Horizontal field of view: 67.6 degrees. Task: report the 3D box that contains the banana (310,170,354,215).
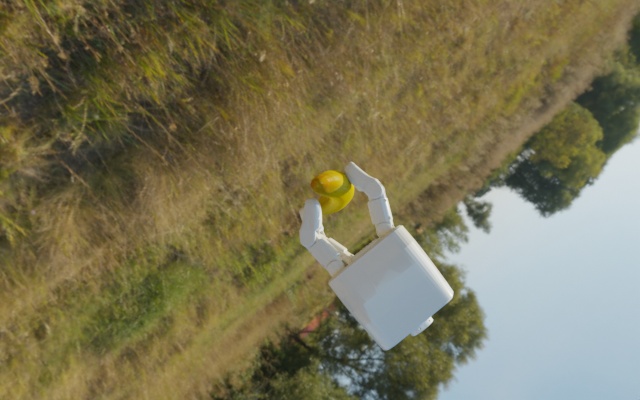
[{"bbox_3d":[0.015,-0.007,0.646,0.069,0.037,0.198,-34,-10,-11],"label":"banana"}]
